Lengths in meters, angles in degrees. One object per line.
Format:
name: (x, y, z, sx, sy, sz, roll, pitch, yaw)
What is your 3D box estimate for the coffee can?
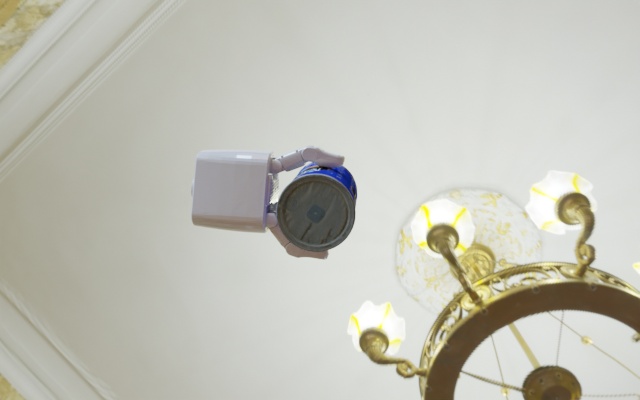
coffee can: (0.000, 0.002, 0.677, 0.103, 0.103, 0.140, 0, 12, 6)
